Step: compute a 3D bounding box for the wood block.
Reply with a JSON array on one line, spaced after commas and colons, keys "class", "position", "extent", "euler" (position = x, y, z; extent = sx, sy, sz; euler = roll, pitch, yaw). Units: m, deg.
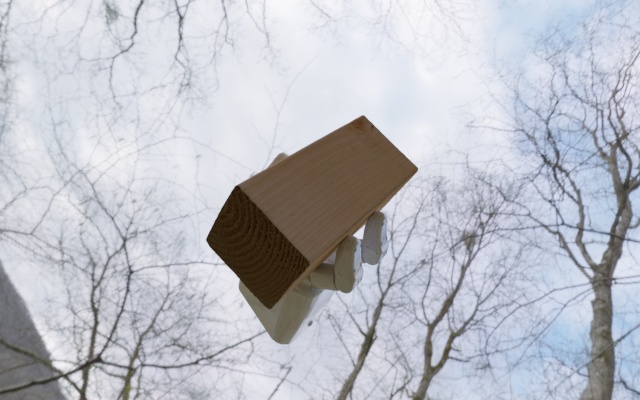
[{"class": "wood block", "position": [0.000, 0.002, 0.480], "extent": [0.206, 0.091, 0.090], "euler": [-36, -12, -46]}]
